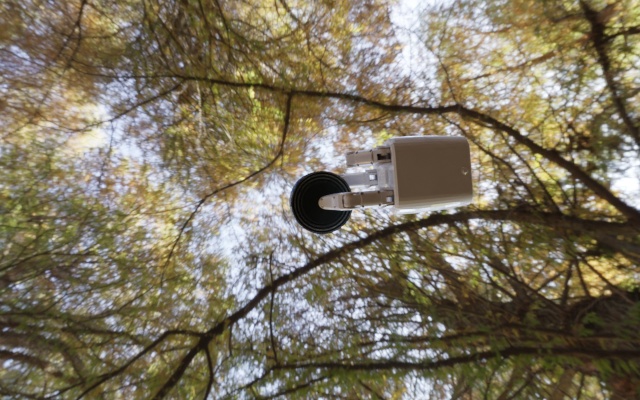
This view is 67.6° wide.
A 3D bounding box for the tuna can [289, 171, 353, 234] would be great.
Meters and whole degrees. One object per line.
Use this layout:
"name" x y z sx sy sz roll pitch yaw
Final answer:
"tuna can" 0.000 0.002 0.657 0.086 0.086 0.034 0 3 -11
